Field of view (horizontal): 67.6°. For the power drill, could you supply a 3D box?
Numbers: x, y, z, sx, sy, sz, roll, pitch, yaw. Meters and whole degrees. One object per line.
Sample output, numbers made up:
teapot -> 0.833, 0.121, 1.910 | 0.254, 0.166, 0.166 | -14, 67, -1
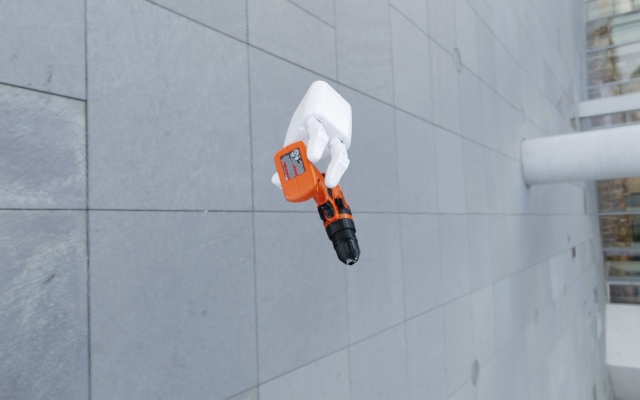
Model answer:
power drill -> 0.000, 0.002, 0.783 | 0.057, 0.184, 0.188 | -27, -34, 11
